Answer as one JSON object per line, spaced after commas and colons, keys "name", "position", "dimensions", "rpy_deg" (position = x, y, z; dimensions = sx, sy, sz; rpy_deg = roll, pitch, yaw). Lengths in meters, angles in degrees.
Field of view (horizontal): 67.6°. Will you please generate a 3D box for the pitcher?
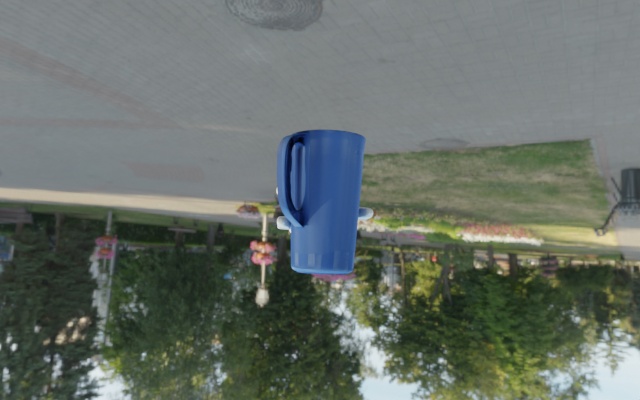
{"name": "pitcher", "position": [0.000, 0.003, 0.825], "dimensions": [0.149, 0.243, 0.145], "rpy_deg": [3, -5, -1]}
